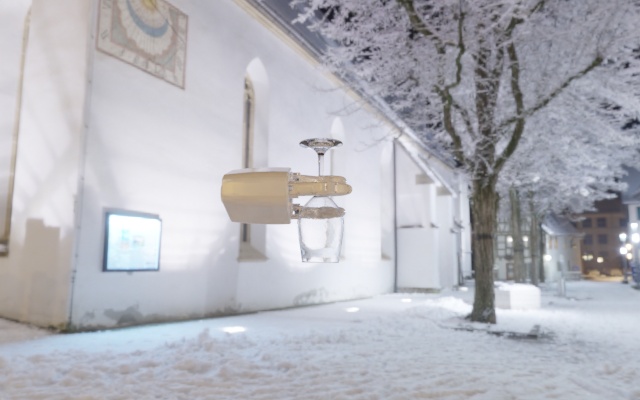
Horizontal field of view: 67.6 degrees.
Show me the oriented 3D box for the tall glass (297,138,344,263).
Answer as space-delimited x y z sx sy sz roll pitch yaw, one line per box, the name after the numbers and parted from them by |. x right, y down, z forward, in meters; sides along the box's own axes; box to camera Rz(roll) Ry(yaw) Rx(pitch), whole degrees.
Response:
0.000 0.002 0.792 0.079 0.201 0.079 0 -7 0 | tall glass
